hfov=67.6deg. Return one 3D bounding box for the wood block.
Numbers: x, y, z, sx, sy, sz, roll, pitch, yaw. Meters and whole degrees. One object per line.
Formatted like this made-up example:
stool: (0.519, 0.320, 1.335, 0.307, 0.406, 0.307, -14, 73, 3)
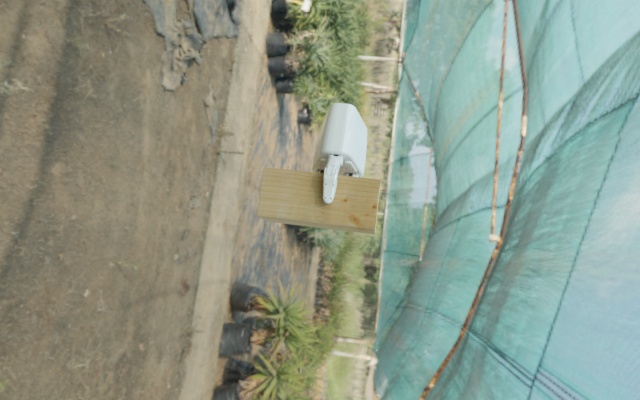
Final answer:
wood block: (0.000, 0.002, 0.861, 0.206, 0.090, 0.091, 6, -9, 7)
